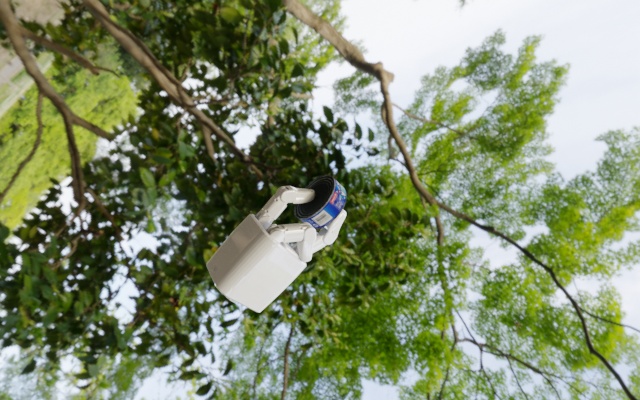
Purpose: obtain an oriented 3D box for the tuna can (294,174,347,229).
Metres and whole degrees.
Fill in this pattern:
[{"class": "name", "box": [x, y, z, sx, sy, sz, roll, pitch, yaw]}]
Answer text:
[{"class": "tuna can", "box": [0.001, 0.003, 0.761, 0.034, 0.086, 0.086, 41, -23, -30]}]
